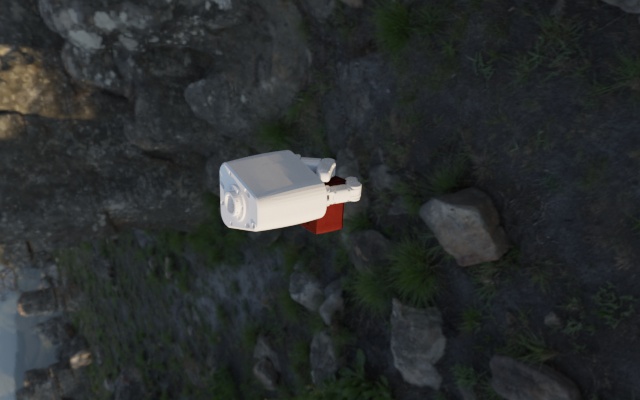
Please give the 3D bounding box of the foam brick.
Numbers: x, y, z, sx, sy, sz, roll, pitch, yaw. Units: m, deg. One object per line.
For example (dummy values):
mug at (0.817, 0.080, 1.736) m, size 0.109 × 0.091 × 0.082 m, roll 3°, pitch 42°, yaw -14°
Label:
foam brick at (0.000, 0.003, 0.700) m, size 0.051 × 0.078 × 0.053 m, roll -13°, pitch 26°, yaw -36°
